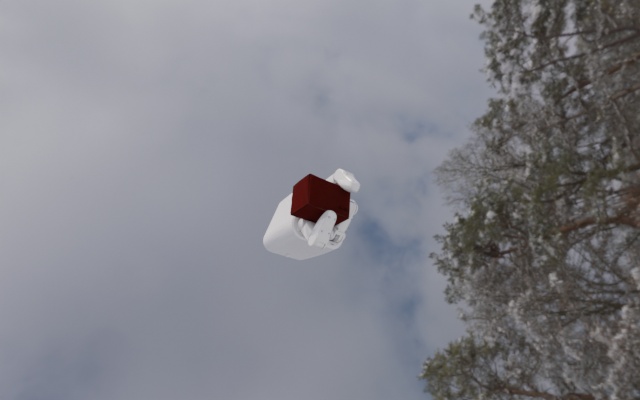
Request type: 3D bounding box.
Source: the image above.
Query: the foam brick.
[{"bbox_3d":[0.000,0.002,0.727,0.078,0.053,0.051,21,-30,-29],"label":"foam brick"}]
